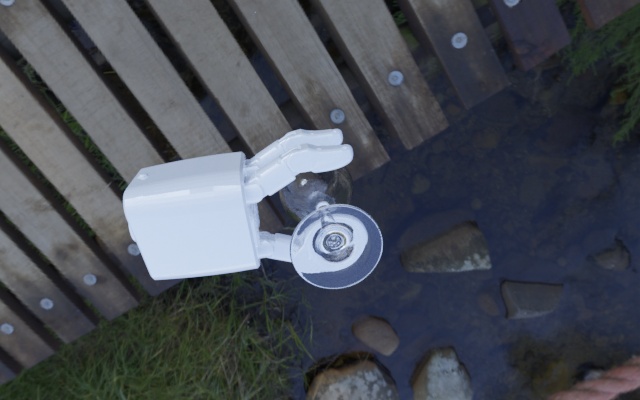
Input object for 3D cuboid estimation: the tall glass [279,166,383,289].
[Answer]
[{"bbox_3d":[0.000,0.002,0.465,0.079,0.079,0.201,0,21,-7],"label":"tall glass"}]
